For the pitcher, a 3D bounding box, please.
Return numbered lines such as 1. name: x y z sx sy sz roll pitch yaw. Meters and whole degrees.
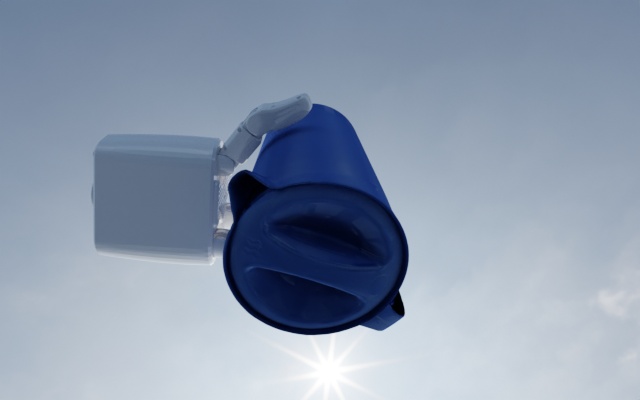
1. pitcher: 0.000 0.001 0.445 0.145 0.149 0.242 1 27 -2
